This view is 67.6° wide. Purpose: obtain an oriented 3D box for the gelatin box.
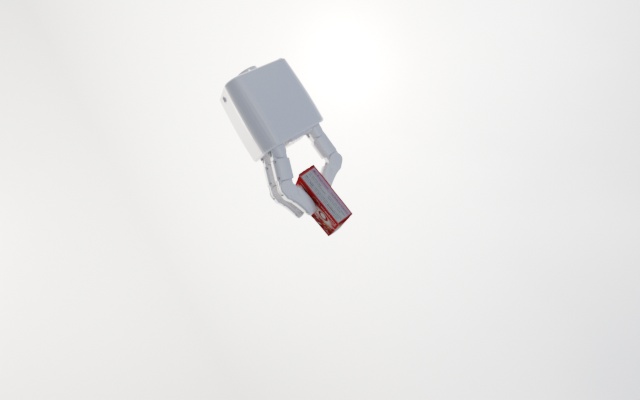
[{"bbox_3d":[0.001,0.002,0.669,0.030,0.089,0.073,-37,-7,-18],"label":"gelatin box"}]
